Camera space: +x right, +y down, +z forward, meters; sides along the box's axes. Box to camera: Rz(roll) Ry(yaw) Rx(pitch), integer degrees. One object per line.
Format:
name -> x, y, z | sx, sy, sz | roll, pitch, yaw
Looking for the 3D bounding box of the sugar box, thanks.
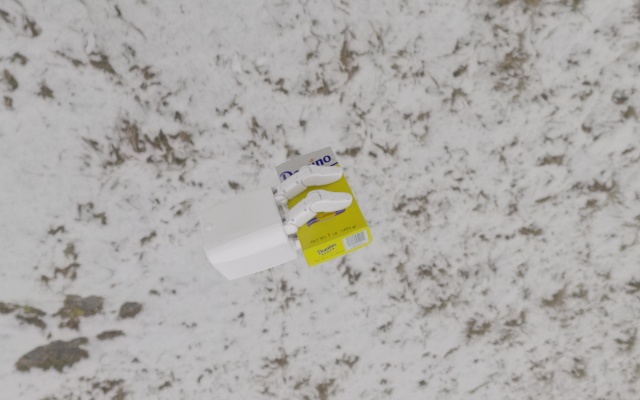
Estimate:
sugar box -> 0.000, 0.002, 0.676 | 0.093, 0.176, 0.048 | -20, -41, -3
